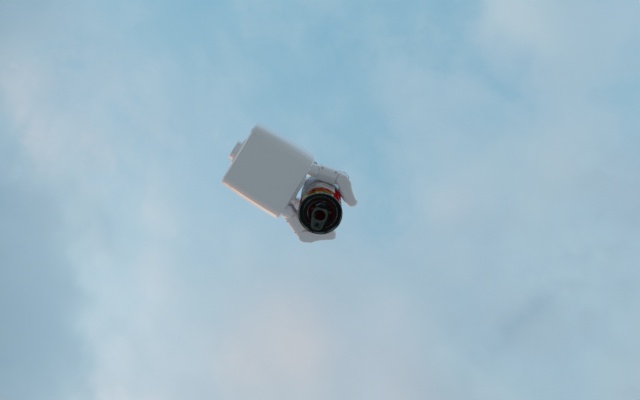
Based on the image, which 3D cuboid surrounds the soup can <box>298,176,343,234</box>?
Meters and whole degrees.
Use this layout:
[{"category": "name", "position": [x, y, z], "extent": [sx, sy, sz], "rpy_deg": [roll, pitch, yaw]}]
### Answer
[{"category": "soup can", "position": [0.001, 0.003, 0.763], "extent": [0.068, 0.068, 0.102], "rpy_deg": [0, 21, 1]}]
